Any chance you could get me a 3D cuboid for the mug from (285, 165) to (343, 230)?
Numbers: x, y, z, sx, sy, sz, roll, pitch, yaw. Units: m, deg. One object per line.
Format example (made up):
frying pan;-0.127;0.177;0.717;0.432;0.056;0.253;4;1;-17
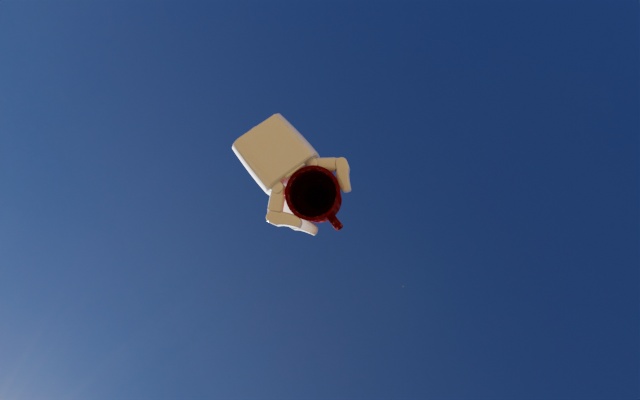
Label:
mug;0.001;0.004;0.820;0.093;0.117;0.081;-40;-13;1
